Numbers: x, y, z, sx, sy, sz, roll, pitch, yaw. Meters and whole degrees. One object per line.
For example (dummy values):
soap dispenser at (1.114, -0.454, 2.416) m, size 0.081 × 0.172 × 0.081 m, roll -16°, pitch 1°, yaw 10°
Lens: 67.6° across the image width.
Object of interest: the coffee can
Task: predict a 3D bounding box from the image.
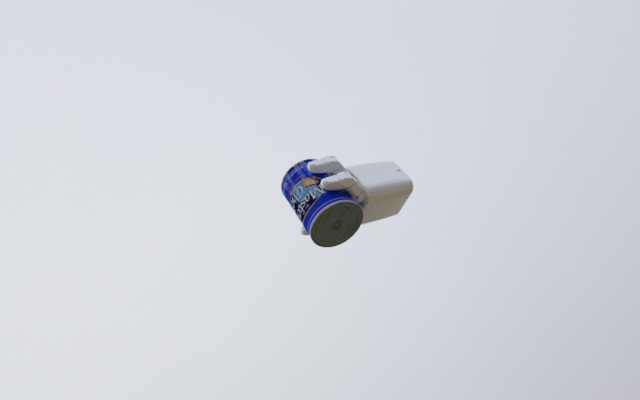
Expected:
coffee can at (0.000, 0.003, 0.877) m, size 0.103 × 0.103 × 0.140 m, roll 0°, pitch 36°, yaw -32°
